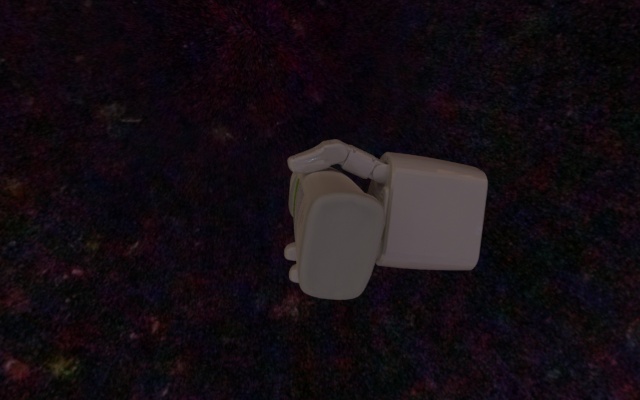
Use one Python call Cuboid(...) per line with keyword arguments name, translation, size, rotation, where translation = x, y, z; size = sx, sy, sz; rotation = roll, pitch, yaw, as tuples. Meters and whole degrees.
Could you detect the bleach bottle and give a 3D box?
Cuboid(name="bleach bottle", translation=(0.000, 0.002, 0.512), size=(0.068, 0.102, 0.250), rotation=(8, 18, -11))
